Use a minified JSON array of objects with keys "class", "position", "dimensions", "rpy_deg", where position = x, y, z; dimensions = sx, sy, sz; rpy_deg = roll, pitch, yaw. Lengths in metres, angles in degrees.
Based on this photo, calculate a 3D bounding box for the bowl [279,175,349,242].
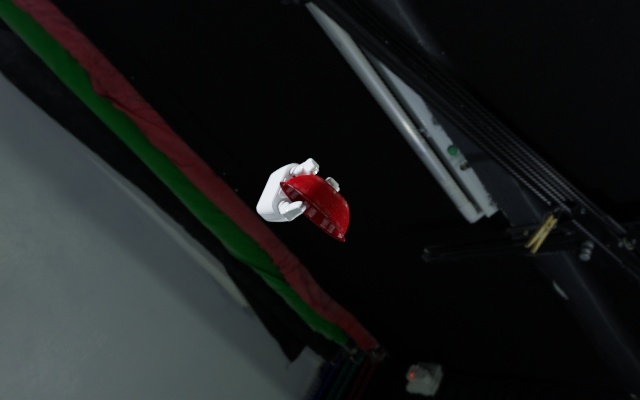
[{"class":"bowl","position":[0.001,0.003,0.884],"dimensions":[0.162,0.055,0.162],"rpy_deg":[41,-10,9]}]
